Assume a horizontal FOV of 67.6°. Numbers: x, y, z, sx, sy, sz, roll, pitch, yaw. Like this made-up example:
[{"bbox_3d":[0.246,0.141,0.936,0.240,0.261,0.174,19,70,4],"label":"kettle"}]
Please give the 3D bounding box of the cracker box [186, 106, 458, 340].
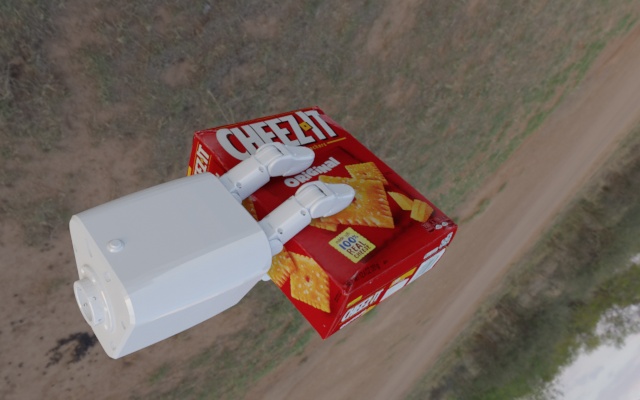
[{"bbox_3d":[0.000,0.002,0.458,0.164,0.072,0.213,-21,55,-41],"label":"cracker box"}]
